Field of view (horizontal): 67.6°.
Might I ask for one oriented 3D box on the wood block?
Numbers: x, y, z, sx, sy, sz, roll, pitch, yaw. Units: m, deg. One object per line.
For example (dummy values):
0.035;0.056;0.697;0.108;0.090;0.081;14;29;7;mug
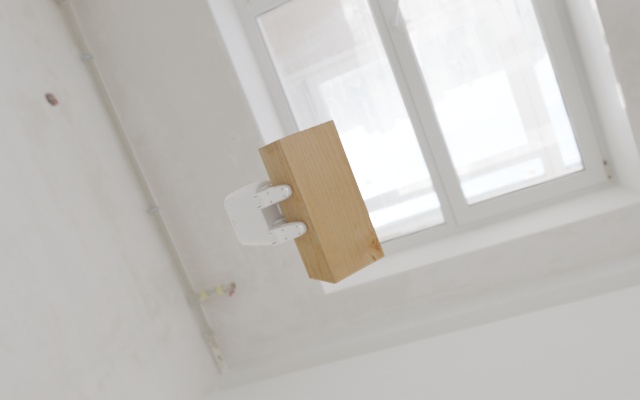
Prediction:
0.000;0.002;0.684;0.091;0.206;0.090;-25;8;-25;wood block
